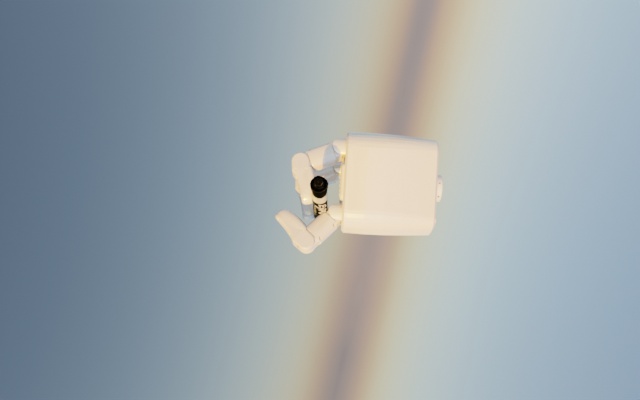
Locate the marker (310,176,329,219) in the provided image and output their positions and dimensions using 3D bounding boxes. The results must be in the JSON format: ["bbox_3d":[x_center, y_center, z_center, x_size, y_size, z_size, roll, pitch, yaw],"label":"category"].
[{"bbox_3d":[0.000,0.002,0.535,0.020,0.020,0.121,0,-20,2],"label":"marker"}]
